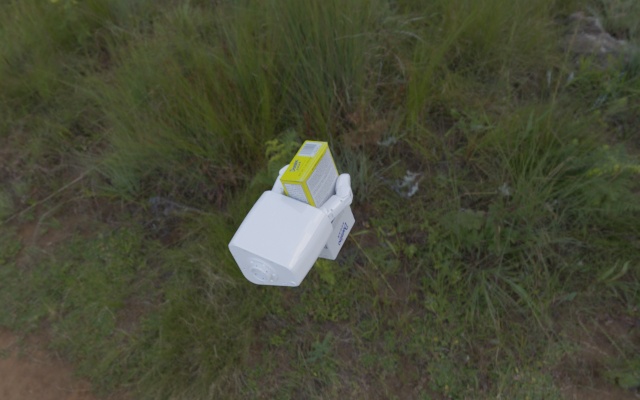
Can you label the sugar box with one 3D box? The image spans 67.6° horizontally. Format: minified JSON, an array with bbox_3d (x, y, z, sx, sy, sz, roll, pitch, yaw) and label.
[{"bbox_3d":[0.000,0.002,0.754,0.048,0.176,0.093,9,48,28],"label":"sugar box"}]
